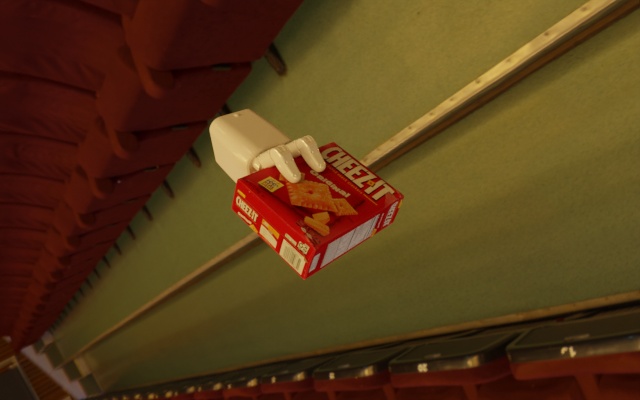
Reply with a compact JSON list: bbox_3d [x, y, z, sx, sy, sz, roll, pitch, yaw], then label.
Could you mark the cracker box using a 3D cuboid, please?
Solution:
[{"bbox_3d":[0.000,0.003,0.733,0.164,0.072,0.213,41,45,24],"label":"cracker box"}]
